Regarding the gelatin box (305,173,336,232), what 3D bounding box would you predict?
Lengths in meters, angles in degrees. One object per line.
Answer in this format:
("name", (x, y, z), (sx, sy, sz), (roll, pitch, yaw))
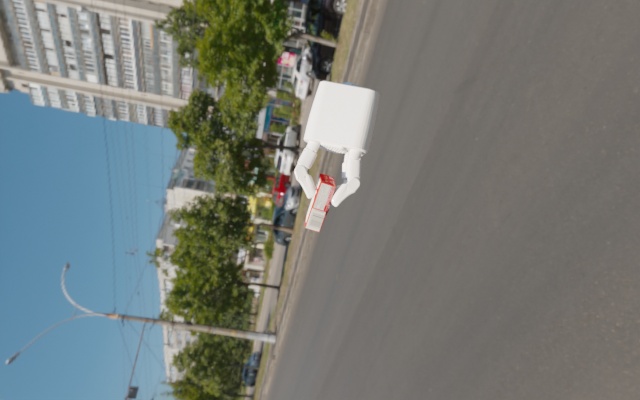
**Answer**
("gelatin box", (0.000, 0.003, 0.835), (0.030, 0.089, 0.073), (18, 11, -5))
